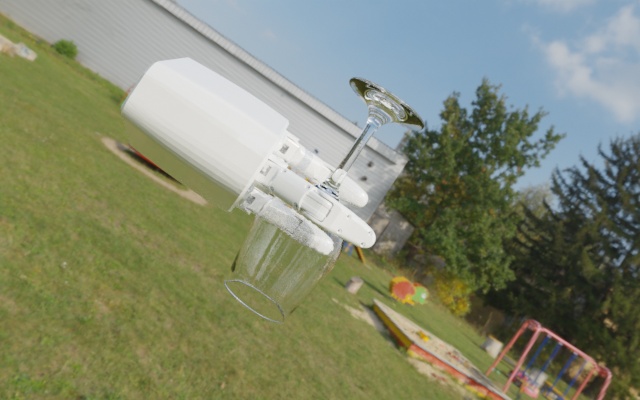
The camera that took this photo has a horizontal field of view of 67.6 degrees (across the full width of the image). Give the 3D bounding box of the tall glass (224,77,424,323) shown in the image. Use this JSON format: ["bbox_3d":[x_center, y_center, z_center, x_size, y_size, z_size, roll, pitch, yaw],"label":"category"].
[{"bbox_3d":[0.001,0.001,0.400,0.079,0.201,0.079,33,0,0],"label":"tall glass"}]
